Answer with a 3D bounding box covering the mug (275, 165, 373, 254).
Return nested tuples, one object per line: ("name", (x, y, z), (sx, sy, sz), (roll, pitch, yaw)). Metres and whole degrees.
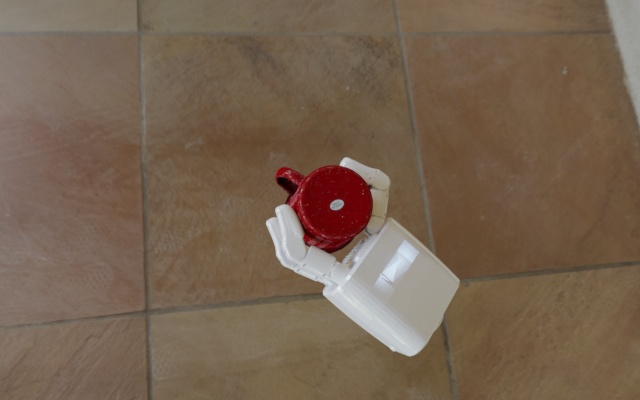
("mug", (-0.001, 0.001, 0.528), (0.117, 0.093, 0.081), (39, -16, -1))
